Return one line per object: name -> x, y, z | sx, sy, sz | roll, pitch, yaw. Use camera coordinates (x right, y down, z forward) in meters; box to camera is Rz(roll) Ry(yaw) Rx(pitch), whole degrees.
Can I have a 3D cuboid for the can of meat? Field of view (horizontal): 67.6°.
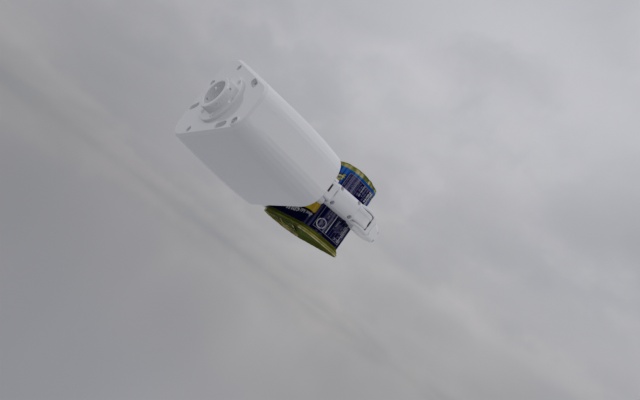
can of meat -> 0.000, 0.001, 0.513 | 0.057, 0.084, 0.102 | 43, -12, -34
